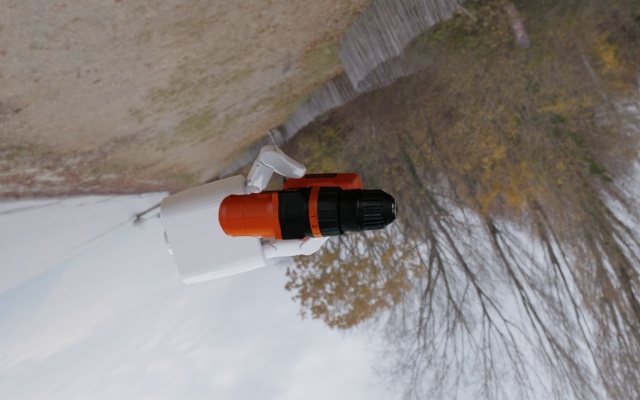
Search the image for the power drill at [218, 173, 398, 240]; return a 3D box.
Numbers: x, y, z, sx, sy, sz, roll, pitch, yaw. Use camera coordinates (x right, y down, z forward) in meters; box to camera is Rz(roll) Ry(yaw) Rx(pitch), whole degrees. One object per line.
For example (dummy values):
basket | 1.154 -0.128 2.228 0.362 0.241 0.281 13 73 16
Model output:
power drill | 0.000 0.002 0.550 0.184 0.057 0.187 -1 6 13
